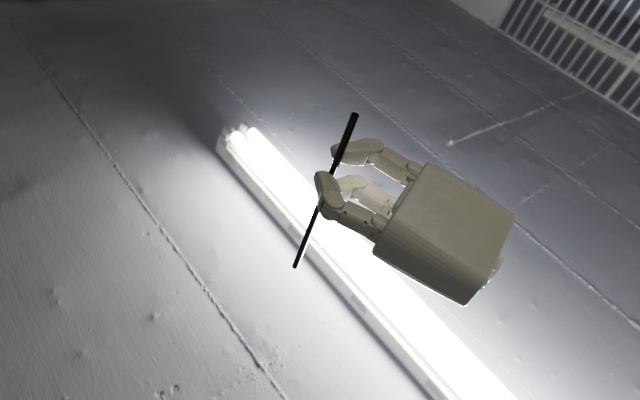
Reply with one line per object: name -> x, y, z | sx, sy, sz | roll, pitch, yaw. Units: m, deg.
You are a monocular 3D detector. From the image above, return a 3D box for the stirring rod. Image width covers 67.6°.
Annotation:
stirring rod -> 0.000, 0.002, 0.533 | 0.011, 0.011, 0.240 | 0, -44, -22
